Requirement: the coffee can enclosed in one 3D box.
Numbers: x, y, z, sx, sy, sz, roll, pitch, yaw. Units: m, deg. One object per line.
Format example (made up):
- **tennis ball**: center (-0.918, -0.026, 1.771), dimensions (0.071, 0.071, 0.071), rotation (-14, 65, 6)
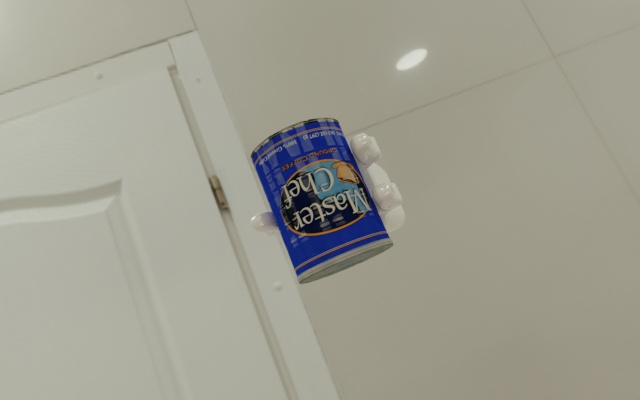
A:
- **coffee can**: center (0.000, 0.002, 0.492), dimensions (0.103, 0.140, 0.103), rotation (-21, -13, -5)
